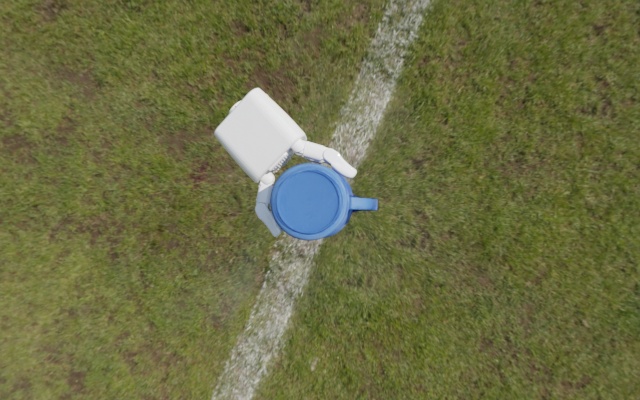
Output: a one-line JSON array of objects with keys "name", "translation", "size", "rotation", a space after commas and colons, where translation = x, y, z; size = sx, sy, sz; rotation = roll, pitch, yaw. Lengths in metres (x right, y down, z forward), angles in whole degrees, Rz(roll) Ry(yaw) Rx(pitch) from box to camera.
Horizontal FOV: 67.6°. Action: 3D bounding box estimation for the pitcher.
[{"name": "pitcher", "translation": [0.000, 0.002, 0.770], "size": [0.149, 0.145, 0.243], "rotation": [-41, -2, 2]}]
